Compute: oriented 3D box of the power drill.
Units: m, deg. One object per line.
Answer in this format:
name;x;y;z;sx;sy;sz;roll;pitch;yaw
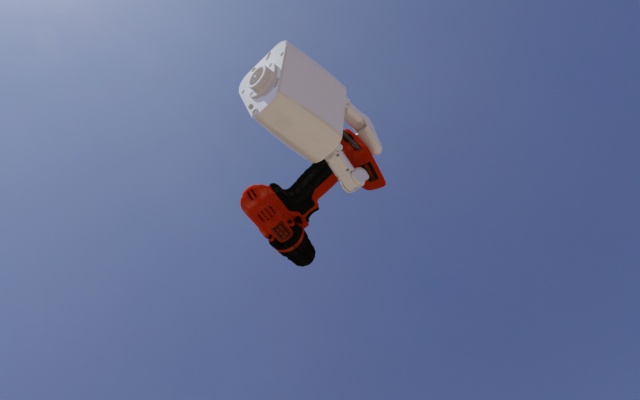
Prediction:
power drill;0.000;0.002;0.679;0.057;0.187;0.184;49;-4;39
